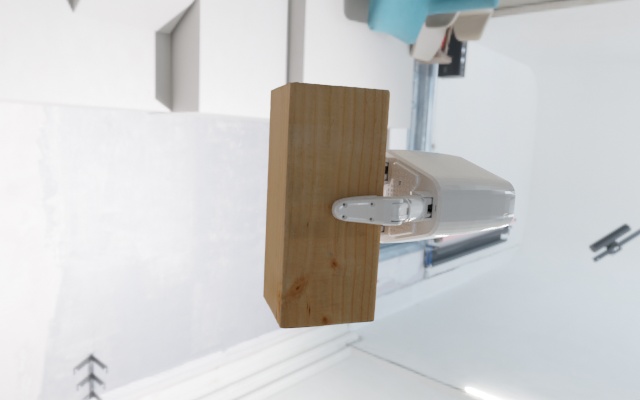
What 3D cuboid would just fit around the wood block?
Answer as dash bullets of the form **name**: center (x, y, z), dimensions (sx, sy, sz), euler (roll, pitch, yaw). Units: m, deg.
- **wood block**: center (0.001, 0.002, 0.445), dimensions (0.090, 0.206, 0.091), euler (0, 8, -18)
